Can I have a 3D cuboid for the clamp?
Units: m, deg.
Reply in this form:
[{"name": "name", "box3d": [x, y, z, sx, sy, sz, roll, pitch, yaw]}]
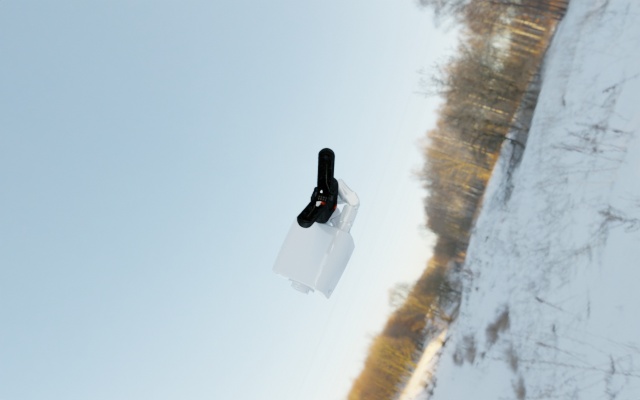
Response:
[{"name": "clamp", "box3d": [0.000, 0.002, 0.746, 0.039, 0.120, 0.171, 22, -15, 15]}]
